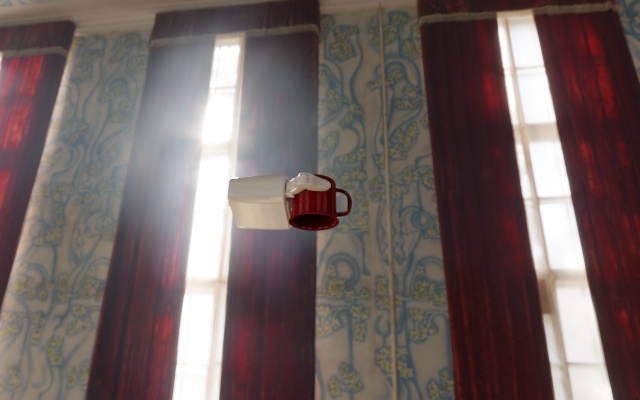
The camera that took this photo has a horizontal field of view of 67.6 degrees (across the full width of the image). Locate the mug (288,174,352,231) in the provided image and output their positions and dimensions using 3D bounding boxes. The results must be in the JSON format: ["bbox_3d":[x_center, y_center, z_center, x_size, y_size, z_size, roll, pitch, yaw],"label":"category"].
[{"bbox_3d":[0.002,0.003,0.886,0.117,0.081,0.093,-1,-23,4],"label":"mug"}]
